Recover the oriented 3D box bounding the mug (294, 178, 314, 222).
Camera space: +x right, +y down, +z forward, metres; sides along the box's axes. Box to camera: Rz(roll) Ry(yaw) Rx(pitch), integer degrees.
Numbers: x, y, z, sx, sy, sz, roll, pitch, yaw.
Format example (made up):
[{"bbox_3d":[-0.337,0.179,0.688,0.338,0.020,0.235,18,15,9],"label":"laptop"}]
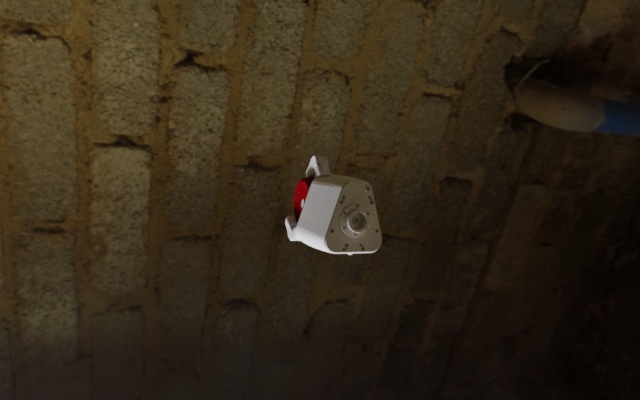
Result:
[{"bbox_3d":[-0.001,0.002,0.820,0.081,0.093,0.117,2,4,-24],"label":"mug"}]
